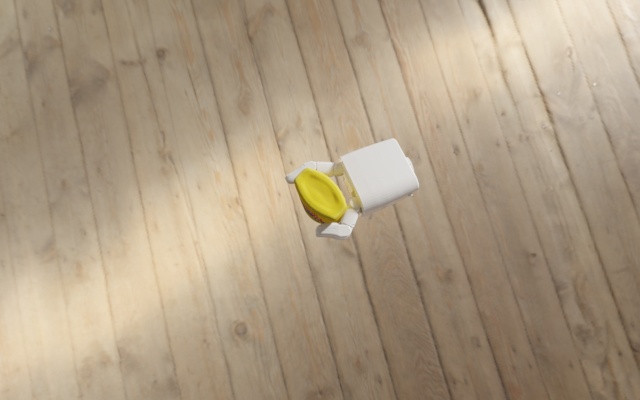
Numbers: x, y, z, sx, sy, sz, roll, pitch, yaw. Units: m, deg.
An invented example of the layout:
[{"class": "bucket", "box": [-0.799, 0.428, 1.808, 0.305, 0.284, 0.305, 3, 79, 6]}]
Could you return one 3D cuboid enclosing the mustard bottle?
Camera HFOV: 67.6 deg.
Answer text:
[{"class": "mustard bottle", "box": [0.000, 0.003, 0.850, 0.096, 0.058, 0.192, 43, -6, 6]}]
